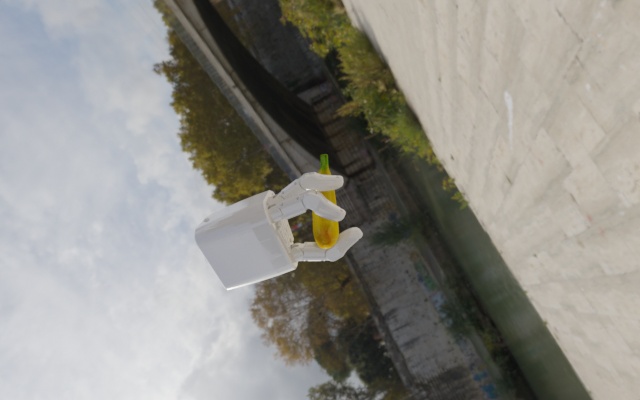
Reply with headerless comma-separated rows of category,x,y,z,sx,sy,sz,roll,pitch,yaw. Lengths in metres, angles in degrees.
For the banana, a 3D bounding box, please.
banana,0.004,0.014,0.696,0.037,0.070,0.197,-12,39,6
